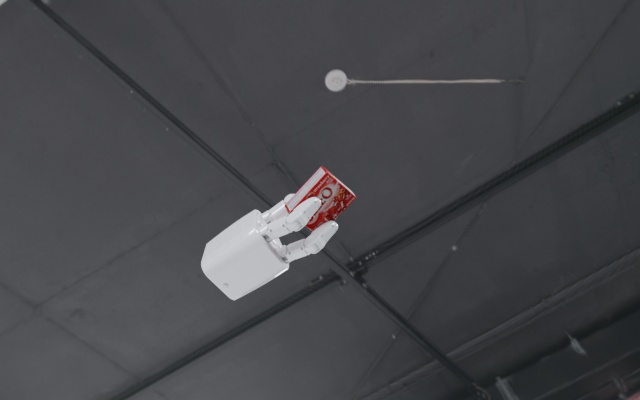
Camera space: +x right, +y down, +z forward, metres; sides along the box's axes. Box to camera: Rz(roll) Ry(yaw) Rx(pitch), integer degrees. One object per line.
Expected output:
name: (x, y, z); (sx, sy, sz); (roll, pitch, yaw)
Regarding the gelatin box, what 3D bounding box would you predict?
gelatin box: (0.000, 0.002, 0.751); (0.073, 0.089, 0.030); (39, 8, -32)
